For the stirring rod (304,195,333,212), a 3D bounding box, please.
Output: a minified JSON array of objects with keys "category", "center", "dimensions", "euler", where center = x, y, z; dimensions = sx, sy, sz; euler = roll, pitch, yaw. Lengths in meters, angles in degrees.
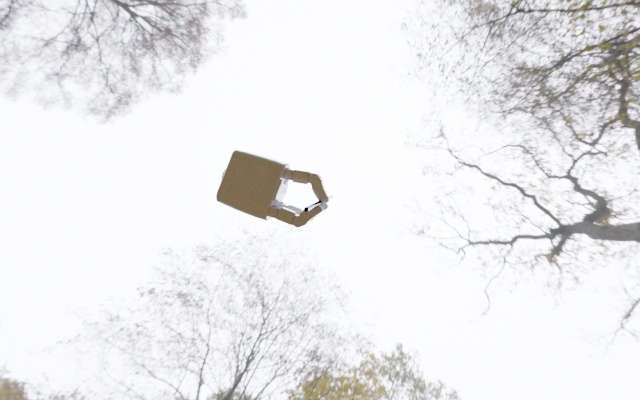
[{"category":"stirring rod","center":[0.000,0.003,0.884],"dimensions":[0.011,0.011,0.239],"euler":[0,5,11]}]
